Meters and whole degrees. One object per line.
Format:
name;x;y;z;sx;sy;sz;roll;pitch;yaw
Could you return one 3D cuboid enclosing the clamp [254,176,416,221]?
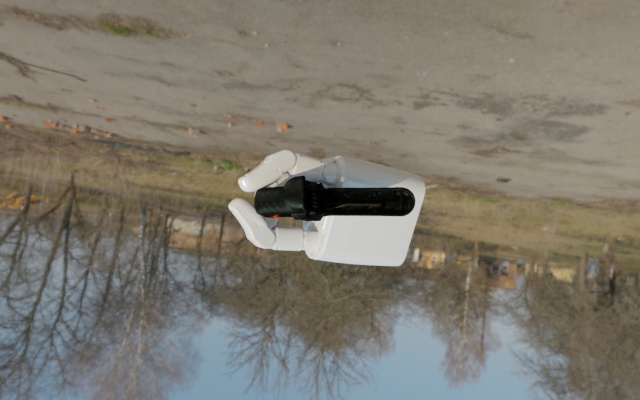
clamp;0.000;0.002;0.438;0.120;0.039;0.171;10;-5;-23
